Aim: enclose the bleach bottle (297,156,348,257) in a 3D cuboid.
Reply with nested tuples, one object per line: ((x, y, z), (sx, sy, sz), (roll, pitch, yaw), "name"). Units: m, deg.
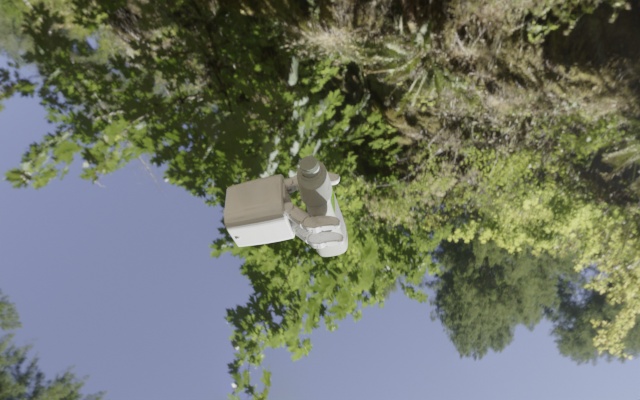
((0.000, 0.003, 0.848), (0.068, 0.102, 0.251), (-11, -34, 4), "bleach bottle")
